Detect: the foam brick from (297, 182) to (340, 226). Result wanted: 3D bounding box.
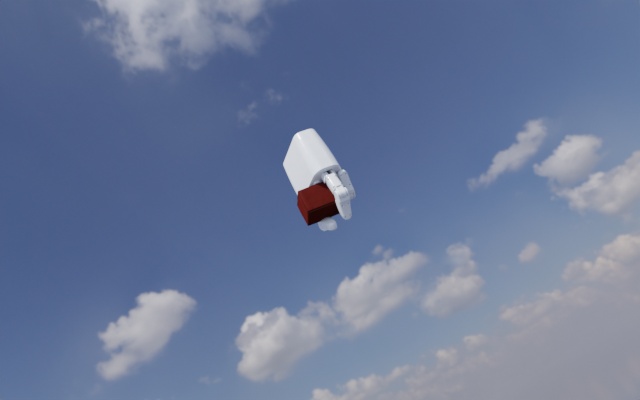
[{"bbox_3d":[0.000,0.003,0.900,0.078,0.051,0.053,-21,-29,-17],"label":"foam brick"}]
